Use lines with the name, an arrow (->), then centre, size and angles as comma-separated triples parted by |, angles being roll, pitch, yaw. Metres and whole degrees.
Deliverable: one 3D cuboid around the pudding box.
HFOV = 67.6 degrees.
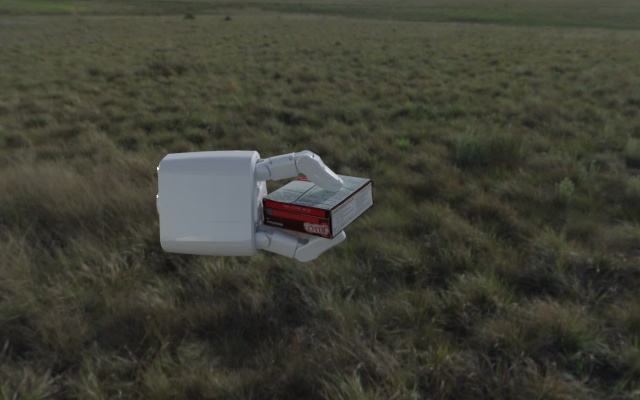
pudding box -> 0.000, 0.002, 0.557 | 0.090, 0.039, 0.113 | 11, 27, 28
